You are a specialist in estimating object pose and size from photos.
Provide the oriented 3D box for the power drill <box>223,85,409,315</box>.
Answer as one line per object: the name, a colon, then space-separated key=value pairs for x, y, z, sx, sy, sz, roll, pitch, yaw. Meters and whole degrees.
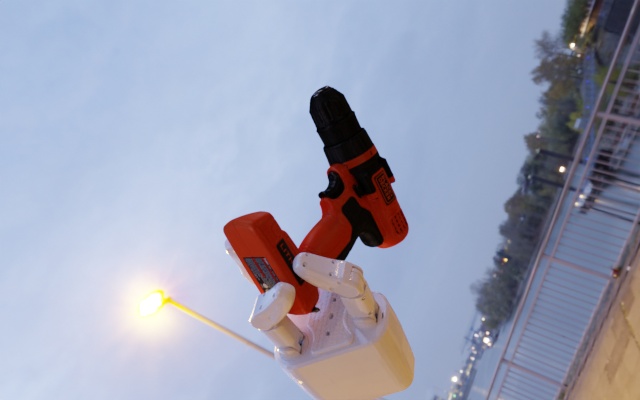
power drill: x=0.000 y=0.002 z=0.460 sx=0.057 sy=0.184 sz=0.187 roll=-11 pitch=23 yaw=50
